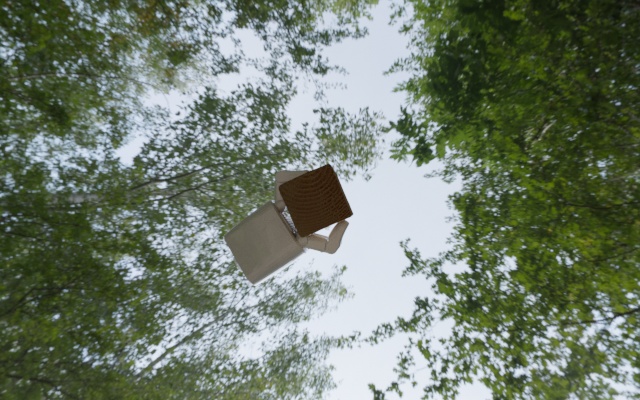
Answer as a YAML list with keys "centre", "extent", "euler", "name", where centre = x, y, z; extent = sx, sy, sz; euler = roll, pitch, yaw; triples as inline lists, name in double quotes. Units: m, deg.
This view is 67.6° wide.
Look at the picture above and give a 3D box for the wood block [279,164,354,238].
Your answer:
- centre: [0.000, 0.003, 0.827]
  extent: [0.090, 0.091, 0.206]
  euler: [-24, -3, 4]
  name: "wood block"
